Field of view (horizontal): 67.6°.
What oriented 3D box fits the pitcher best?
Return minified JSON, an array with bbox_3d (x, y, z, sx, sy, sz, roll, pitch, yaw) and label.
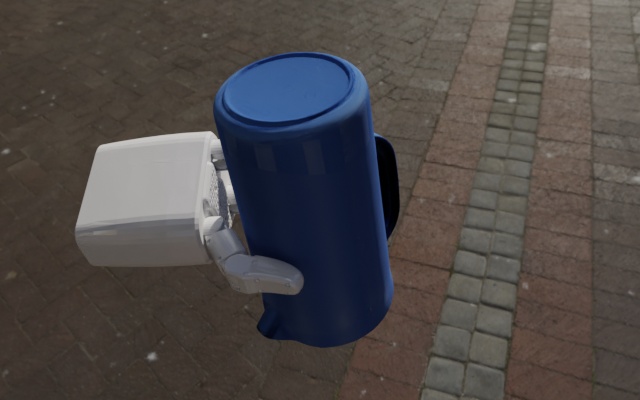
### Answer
[{"bbox_3d":[0.000,0.001,0.409,0.145,0.243,0.149,-3,44,6],"label":"pitcher"}]
